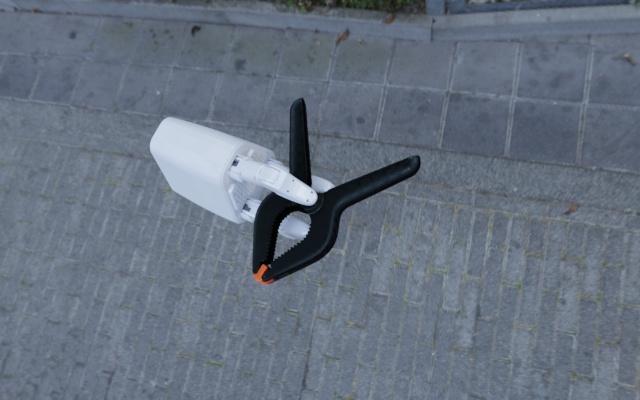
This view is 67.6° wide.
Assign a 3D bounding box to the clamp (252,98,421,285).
[{"bbox_3d":[-0.001,0.002,0.516,0.164,0.210,0.036,23,-11,18],"label":"clamp"}]
